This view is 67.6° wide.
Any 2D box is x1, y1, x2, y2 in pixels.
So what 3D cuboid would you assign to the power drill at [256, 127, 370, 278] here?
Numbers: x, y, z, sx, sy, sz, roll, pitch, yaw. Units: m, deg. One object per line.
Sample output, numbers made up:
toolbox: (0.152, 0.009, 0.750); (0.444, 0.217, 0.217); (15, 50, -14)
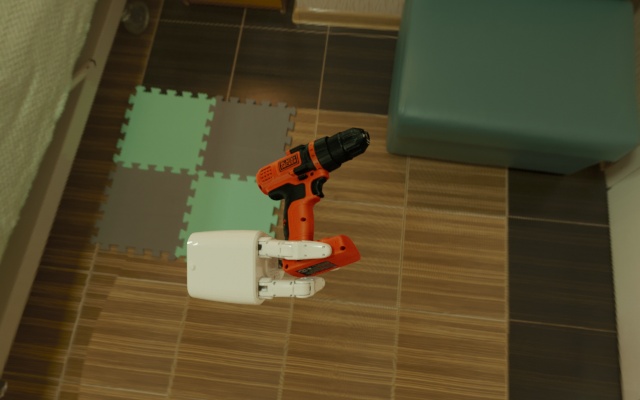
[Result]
power drill: (0.000, 0.003, 0.669); (0.184, 0.187, 0.057); (-23, -30, 23)
